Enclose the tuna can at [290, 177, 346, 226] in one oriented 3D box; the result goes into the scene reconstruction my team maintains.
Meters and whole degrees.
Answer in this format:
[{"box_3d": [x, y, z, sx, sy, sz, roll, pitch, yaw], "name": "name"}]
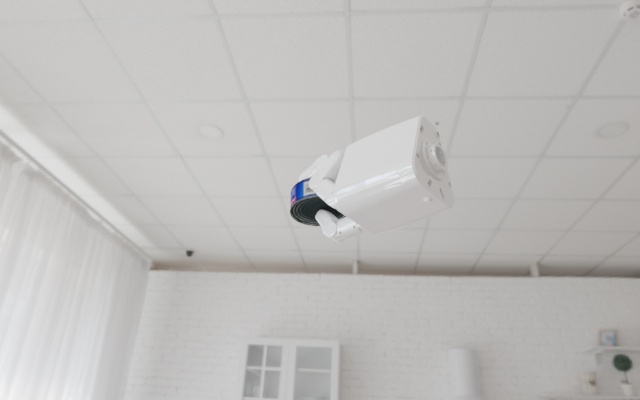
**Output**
[{"box_3d": [0.000, 0.002, 0.669, 0.086, 0.033, 0.086, -1, -30, -1], "name": "tuna can"}]
